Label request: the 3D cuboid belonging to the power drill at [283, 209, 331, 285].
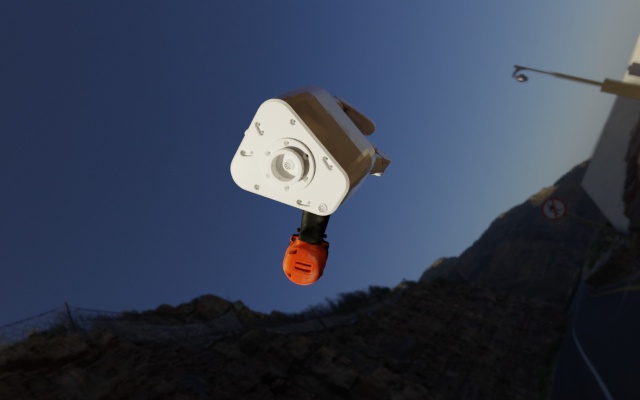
[{"bbox_3d":[0.000,0.002,0.602,0.057,0.187,0.184,12,4,-1],"label":"power drill"}]
